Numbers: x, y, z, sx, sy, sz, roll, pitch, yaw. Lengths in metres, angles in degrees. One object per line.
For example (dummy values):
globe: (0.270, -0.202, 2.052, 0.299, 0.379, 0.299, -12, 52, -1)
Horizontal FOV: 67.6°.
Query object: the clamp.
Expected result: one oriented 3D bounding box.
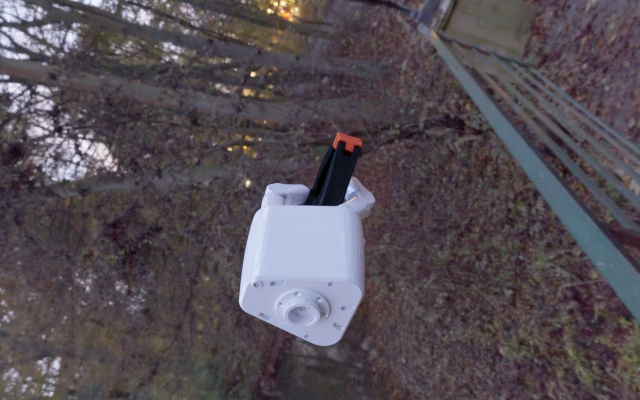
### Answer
clamp: (-0.001, 0.001, 0.587, 0.036, 0.210, 0.164, 15, 33, -10)
